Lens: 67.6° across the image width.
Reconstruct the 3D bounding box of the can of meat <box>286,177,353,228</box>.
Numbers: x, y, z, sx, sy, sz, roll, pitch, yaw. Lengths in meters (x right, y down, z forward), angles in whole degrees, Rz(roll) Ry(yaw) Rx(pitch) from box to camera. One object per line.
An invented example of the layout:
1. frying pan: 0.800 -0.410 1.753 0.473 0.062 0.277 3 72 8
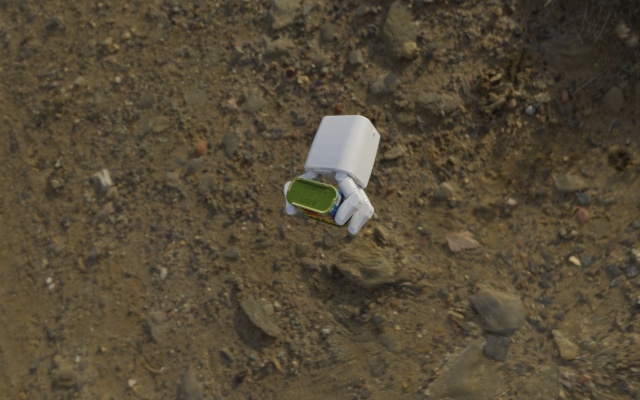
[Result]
1. can of meat: 0.000 0.003 0.840 0.102 0.057 0.084 16 -10 29
